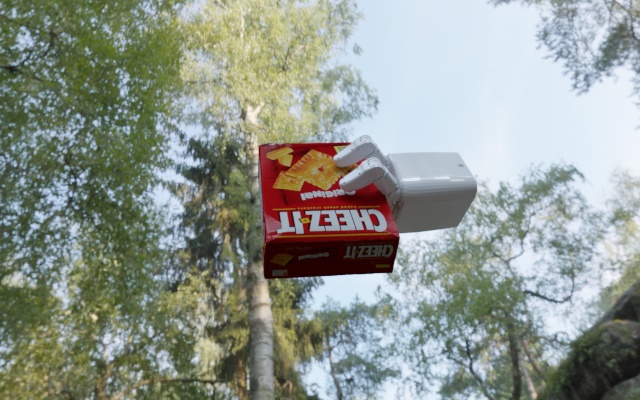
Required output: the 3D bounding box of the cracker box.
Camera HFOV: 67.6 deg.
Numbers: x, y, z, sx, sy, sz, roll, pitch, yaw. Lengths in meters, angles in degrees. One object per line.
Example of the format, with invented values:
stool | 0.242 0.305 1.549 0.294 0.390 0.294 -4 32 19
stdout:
cracker box | 0.000 0.002 0.650 0.164 0.072 0.213 -2 39 -9
